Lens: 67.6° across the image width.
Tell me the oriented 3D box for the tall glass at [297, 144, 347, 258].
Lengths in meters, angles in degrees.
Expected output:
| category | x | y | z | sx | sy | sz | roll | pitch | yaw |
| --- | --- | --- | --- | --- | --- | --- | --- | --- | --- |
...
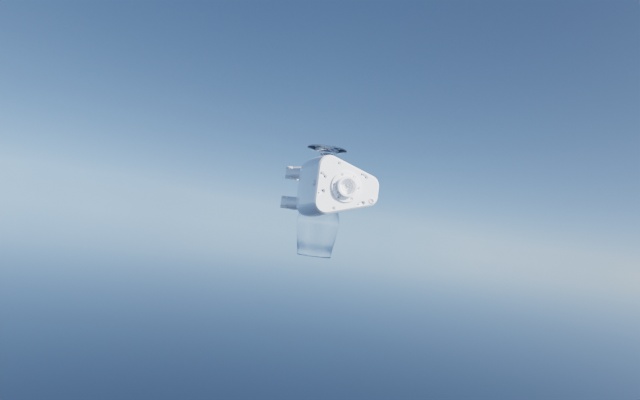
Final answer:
| category | x | y | z | sx | sy | sz | roll | pitch | yaw |
| --- | --- | --- | --- | --- | --- | --- | --- | --- | --- |
| tall glass | 0.000 | 0.002 | 0.877 | 0.079 | 0.201 | 0.079 | 7 | -4 | 1 |
